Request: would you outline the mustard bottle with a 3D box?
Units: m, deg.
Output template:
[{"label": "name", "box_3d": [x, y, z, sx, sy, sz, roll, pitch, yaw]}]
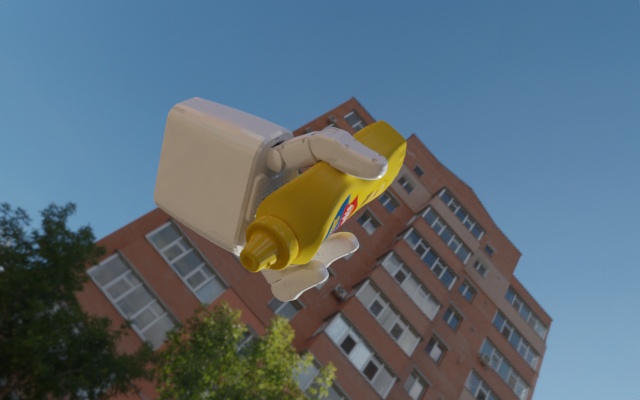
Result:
[{"label": "mustard bottle", "box_3d": [0.000, 0.001, 0.401, 0.191, 0.058, 0.096, -38, -10, -47]}]
